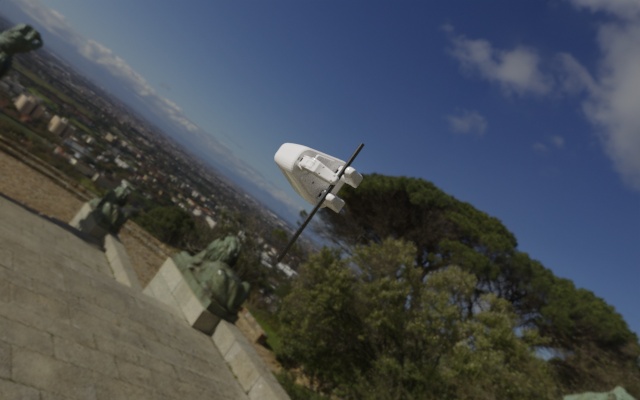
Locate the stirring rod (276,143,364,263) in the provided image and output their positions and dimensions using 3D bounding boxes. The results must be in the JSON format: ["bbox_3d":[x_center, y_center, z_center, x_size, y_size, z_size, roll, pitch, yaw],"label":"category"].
[{"bbox_3d":[0.000,0.003,0.791,0.011,0.239,0.011,36,-3,2],"label":"stirring rod"}]
